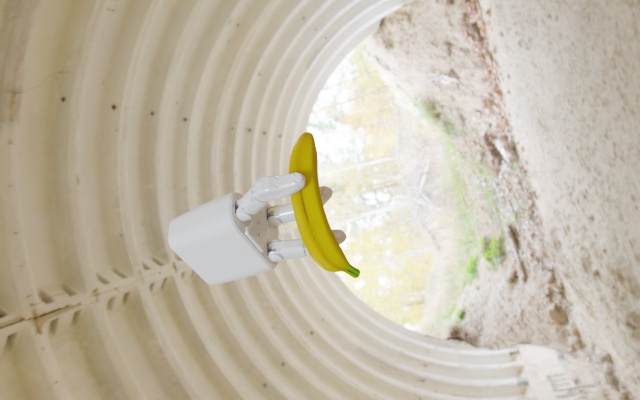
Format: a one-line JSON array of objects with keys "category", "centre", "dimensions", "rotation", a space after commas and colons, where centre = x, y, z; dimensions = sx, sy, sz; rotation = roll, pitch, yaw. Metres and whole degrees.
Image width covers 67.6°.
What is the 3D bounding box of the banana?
[{"category": "banana", "centre": [-0.008, 0.004, 0.581], "dimensions": [0.037, 0.197, 0.069], "rotation": [-22, -13, 26]}]
